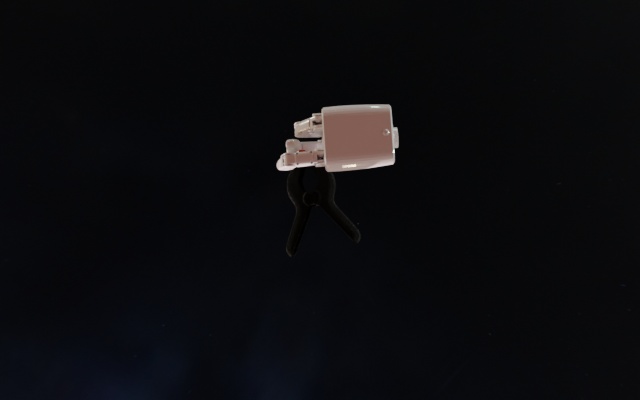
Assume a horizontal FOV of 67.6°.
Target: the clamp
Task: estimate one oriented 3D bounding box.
[{"bbox_3d":[0.000,0.002,0.763,0.120,0.171,0.039,-4,-3,6],"label":"clamp"}]
